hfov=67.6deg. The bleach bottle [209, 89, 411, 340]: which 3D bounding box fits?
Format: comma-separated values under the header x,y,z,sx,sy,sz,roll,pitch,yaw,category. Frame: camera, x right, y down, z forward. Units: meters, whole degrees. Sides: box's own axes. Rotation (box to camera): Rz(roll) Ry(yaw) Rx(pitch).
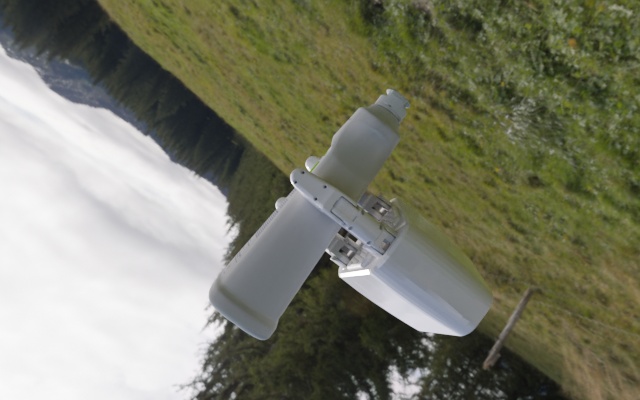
x,y,z,sx,sy,sz,roll,pitch,yaw,category
0.000,0.001,0.445,0.068,0.251,0.102,38,-2,-7,bleach bottle
